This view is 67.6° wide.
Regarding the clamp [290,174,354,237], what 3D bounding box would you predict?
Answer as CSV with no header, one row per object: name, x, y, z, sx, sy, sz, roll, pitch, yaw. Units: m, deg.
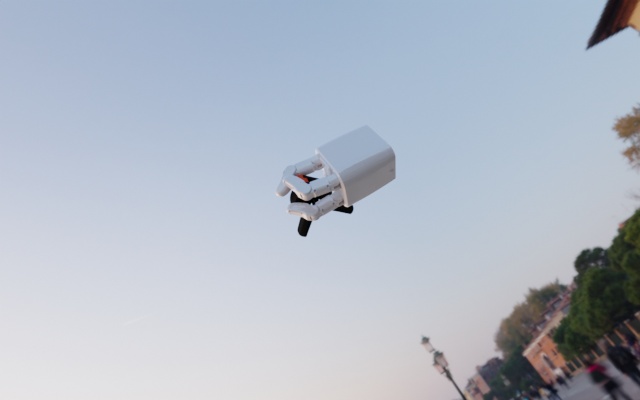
clamp,0.000,0.002,0.891,0.120,0.039,0.172,-27,-31,-7
